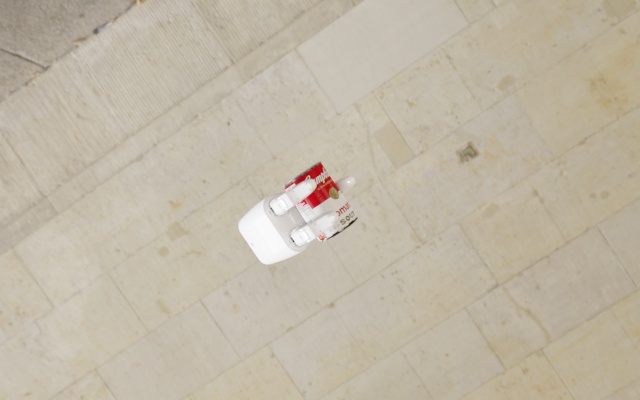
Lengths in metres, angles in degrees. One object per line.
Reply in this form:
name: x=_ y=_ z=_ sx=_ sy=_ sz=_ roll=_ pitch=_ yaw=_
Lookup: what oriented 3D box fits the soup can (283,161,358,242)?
soup can: x=0.001 y=0.002 z=0.706 sx=0.068 sy=0.102 sz=0.068 roll=-34 pitch=2 yaw=1
